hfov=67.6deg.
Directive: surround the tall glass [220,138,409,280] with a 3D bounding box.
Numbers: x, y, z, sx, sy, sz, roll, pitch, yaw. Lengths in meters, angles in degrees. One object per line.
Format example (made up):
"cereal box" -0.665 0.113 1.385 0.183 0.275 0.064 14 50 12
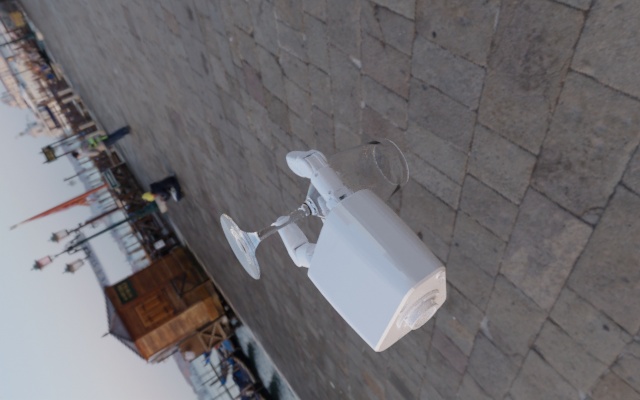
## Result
"tall glass" -0.001 0.002 0.511 0.201 0.079 0.079 -30 12 -22
